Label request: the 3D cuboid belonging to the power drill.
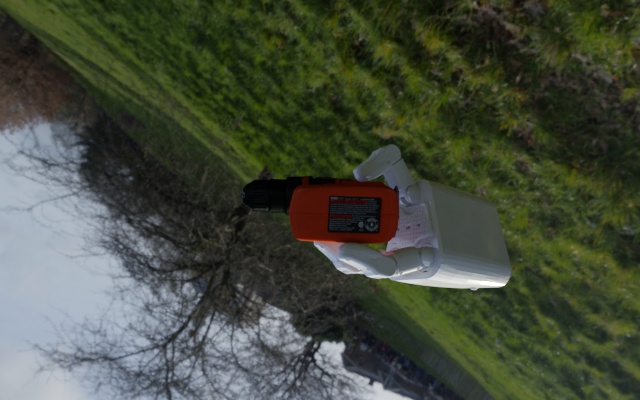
[{"bbox_3d":[0.000,0.002,0.533,0.184,0.057,0.187,0,8,-5],"label":"power drill"}]
